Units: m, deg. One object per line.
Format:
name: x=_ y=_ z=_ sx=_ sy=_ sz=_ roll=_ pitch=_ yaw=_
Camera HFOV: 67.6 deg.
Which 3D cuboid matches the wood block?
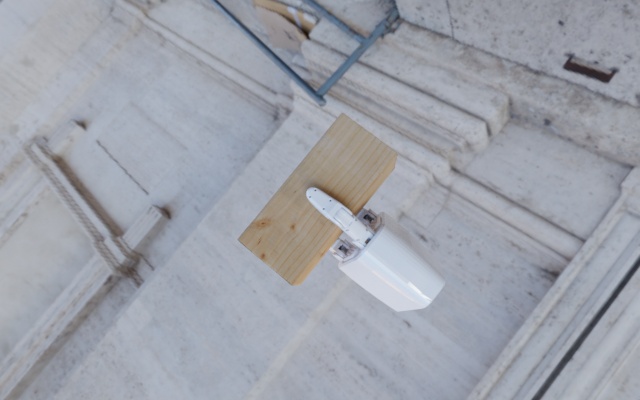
wood block: x=0.000 y=0.002 z=0.624 sx=0.090 sy=0.206 sz=0.091 roll=38 pitch=-4 yaw=10
